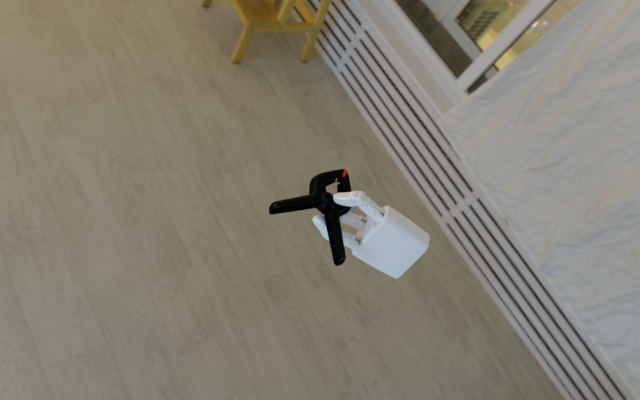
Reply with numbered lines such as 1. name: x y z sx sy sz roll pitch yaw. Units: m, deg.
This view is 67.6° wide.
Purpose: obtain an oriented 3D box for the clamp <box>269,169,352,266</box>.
1. clamp: 0.001 0.002 0.898 0.164 0.209 0.036 35 -45 -13
